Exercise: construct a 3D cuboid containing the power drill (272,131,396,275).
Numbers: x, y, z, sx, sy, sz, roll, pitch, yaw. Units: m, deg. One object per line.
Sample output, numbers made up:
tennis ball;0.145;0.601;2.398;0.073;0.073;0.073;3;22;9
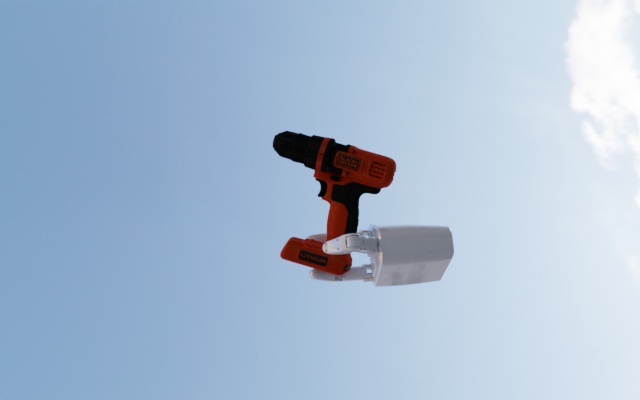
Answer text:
power drill;0.000;0.003;0.697;0.184;0.187;0.057;16;7;10
